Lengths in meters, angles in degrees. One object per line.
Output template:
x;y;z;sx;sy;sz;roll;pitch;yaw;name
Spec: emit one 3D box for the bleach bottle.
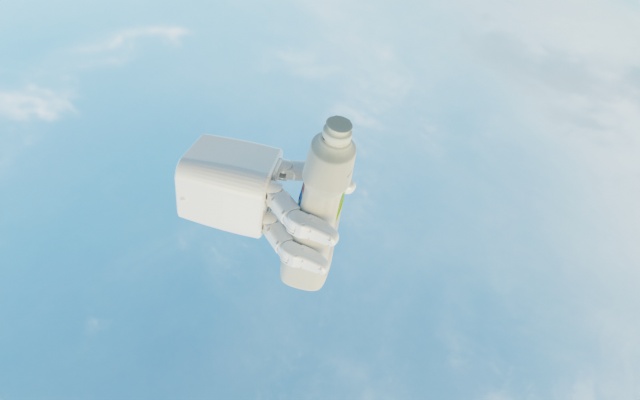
0.000;0.002;0.579;0.068;0.102;0.251;13;-45;0;bleach bottle
